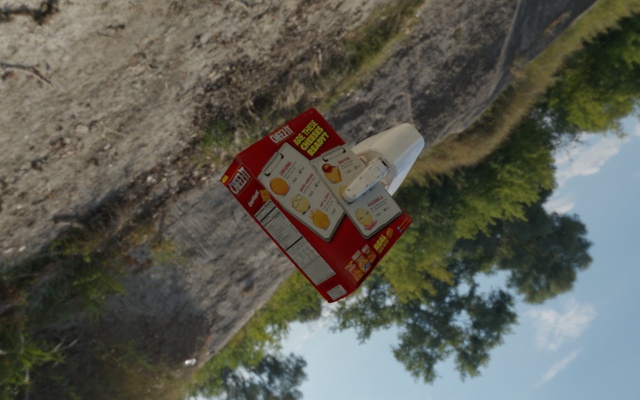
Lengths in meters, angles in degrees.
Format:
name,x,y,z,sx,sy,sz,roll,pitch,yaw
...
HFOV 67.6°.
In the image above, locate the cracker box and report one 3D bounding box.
name,x,y,z,sx,sy,sz,roll,pitch,yaw
cracker box,0.000,0.002,0.631,0.164,0.213,0.072,-42,0,-43
